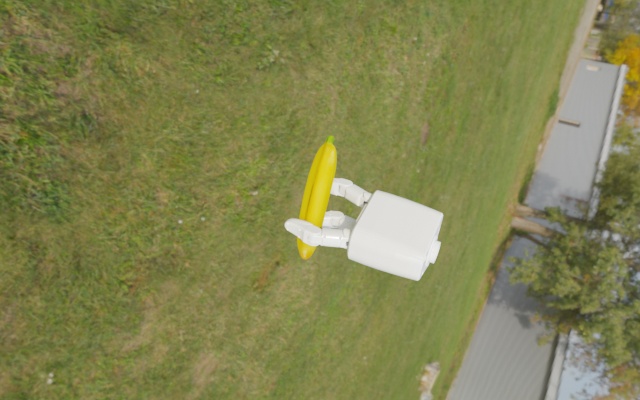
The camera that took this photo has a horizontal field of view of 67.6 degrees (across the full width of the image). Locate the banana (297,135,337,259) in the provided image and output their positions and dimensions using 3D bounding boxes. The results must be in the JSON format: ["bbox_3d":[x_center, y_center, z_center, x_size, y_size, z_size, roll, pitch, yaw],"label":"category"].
[{"bbox_3d":[-0.004,0.000,0.717,0.037,0.198,0.069,16,7,14],"label":"banana"}]
